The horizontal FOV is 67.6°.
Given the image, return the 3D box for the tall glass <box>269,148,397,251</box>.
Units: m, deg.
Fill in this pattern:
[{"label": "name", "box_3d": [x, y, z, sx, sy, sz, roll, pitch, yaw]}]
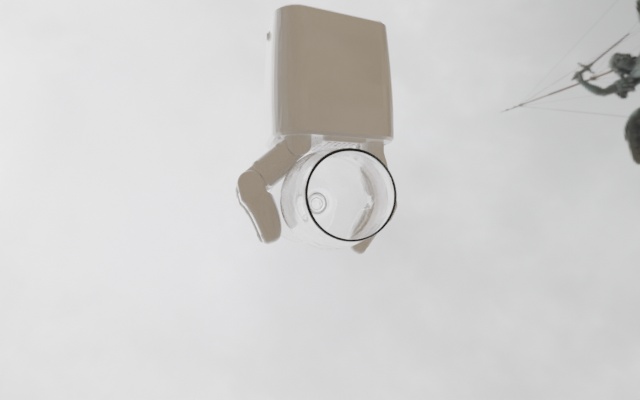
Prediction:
[{"label": "tall glass", "box_3d": [0.000, 0.002, 0.406, 0.079, 0.079, 0.201, 0, -3, -12]}]
